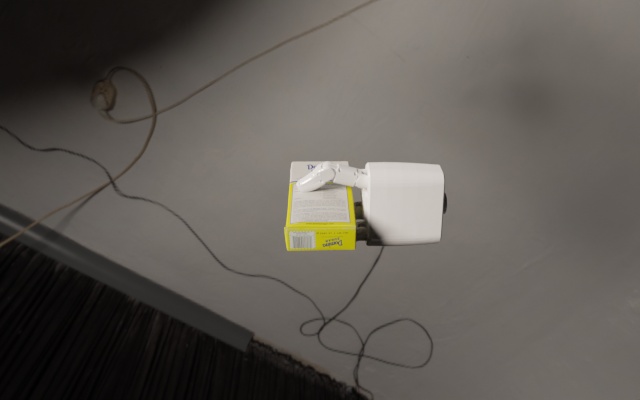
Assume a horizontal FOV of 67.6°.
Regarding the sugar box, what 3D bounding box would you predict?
[{"bbox_3d":[0.000,0.003,0.688,0.093,0.048,0.176,0,31,1],"label":"sugar box"}]
